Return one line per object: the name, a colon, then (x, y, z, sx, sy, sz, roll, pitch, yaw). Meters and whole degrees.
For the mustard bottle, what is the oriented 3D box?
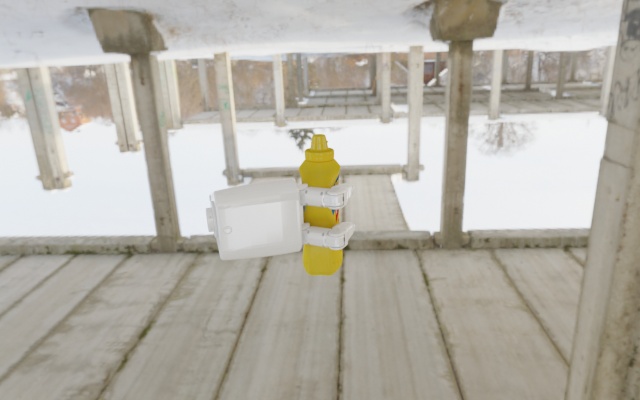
mustard bottle: (0.000, 0.002, 0.675, 0.058, 0.192, 0.096, 0, 18, 7)
